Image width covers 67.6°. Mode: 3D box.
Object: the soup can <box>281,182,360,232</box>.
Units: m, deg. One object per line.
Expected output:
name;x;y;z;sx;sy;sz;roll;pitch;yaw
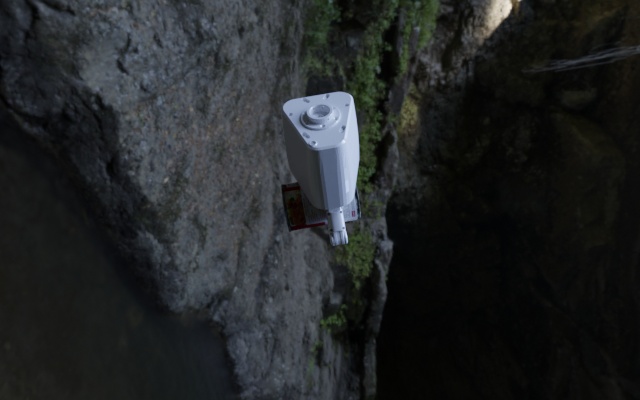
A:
soup can;0.000;0.003;0.676;0.102;0.068;0.068;-10;0;-2
